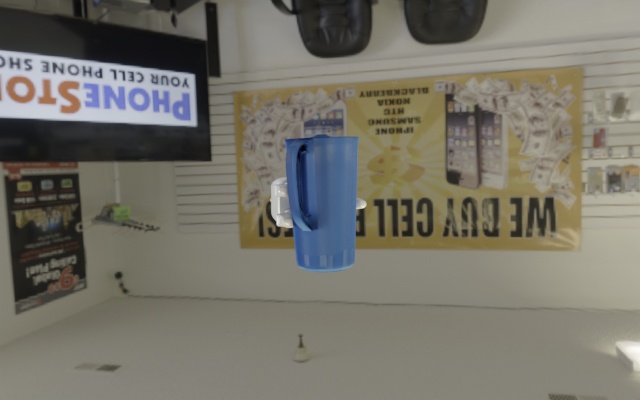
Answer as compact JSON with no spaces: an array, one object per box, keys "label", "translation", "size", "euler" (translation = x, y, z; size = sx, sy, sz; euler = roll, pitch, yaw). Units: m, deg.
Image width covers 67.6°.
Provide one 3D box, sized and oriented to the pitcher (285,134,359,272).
[{"label":"pitcher","translation":[0.000,0.003,0.861],"size":[0.149,0.243,0.145],"euler":[-3,5,-17]}]
